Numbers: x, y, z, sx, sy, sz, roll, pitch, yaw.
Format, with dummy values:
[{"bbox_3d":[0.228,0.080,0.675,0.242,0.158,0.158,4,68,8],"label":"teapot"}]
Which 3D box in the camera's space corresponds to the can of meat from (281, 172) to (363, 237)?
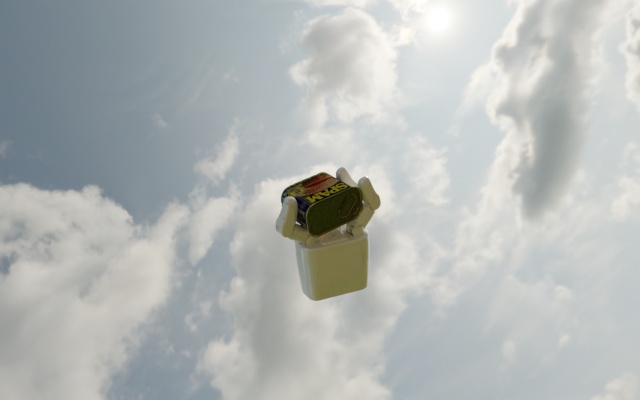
[{"bbox_3d":[0.000,0.002,0.740,0.102,0.057,0.084,-24,33,-26],"label":"can of meat"}]
